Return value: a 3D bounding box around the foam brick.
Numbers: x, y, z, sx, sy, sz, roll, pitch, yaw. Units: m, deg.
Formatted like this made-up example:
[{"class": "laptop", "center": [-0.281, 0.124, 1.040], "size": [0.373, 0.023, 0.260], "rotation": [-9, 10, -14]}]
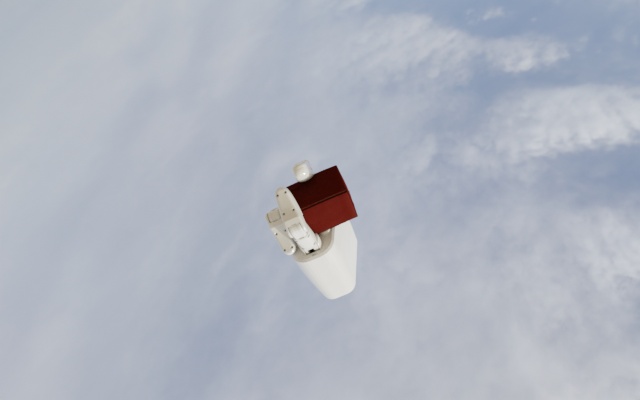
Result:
[{"class": "foam brick", "center": [0.000, 0.002, 0.603], "size": [0.078, 0.053, 0.051], "rotation": [-23, -47, 7]}]
